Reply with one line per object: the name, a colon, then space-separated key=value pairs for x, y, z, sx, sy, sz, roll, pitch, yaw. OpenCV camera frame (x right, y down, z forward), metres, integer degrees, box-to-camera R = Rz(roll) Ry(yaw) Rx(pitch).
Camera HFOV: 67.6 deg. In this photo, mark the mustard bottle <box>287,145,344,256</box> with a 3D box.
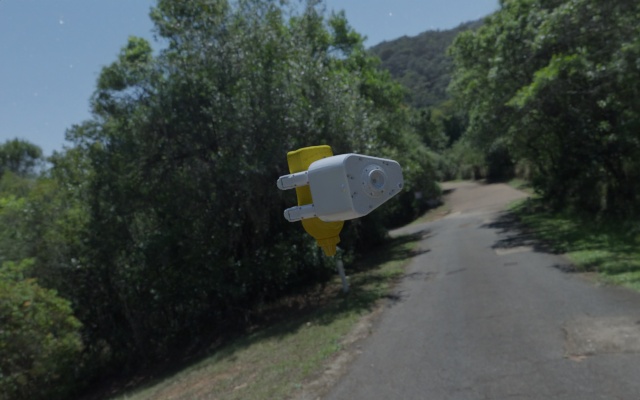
mustard bottle: x=0.000 y=0.003 z=0.838 sx=0.058 sy=0.191 sz=0.096 roll=-11 pitch=2 yaw=35
